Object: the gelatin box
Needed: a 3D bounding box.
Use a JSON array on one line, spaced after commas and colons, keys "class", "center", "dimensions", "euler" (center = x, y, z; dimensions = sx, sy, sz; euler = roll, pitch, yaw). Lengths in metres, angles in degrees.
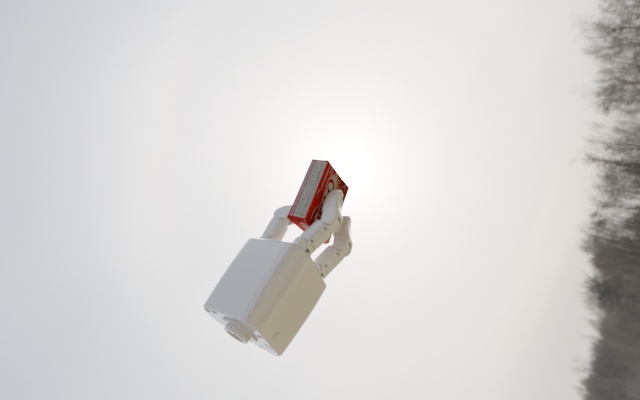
[{"class": "gelatin box", "center": [0.000, 0.002, 0.624], "dimensions": [0.030, 0.089, 0.073], "euler": [9, -23, 32]}]
